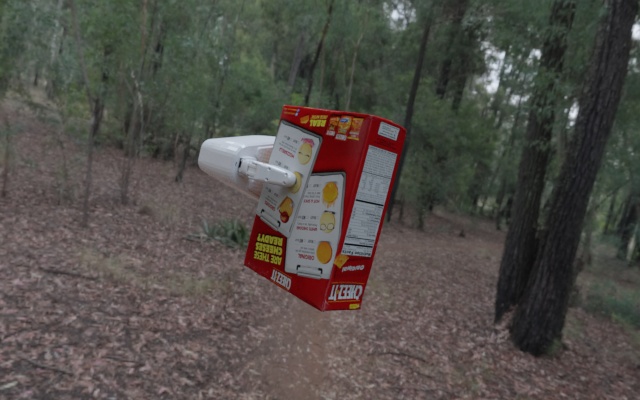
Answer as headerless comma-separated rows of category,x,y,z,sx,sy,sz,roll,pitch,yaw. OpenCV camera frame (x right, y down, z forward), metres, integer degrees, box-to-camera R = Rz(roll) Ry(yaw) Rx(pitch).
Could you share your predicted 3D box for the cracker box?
cracker box,0.000,0.002,0.571,0.072,0.214,0.164,10,5,-41
